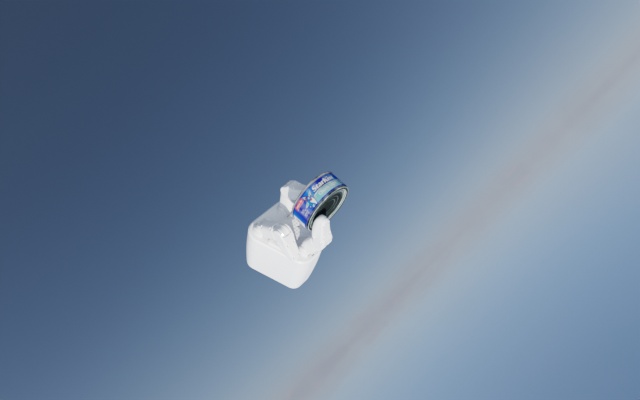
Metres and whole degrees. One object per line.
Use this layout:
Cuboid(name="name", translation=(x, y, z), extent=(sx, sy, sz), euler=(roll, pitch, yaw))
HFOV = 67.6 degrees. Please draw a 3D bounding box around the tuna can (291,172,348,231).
Cuboid(name="tuna can", translation=(0.001, 0.003, 0.685), extent=(0.033, 0.086, 0.086), euler=(42, 16, 19))
